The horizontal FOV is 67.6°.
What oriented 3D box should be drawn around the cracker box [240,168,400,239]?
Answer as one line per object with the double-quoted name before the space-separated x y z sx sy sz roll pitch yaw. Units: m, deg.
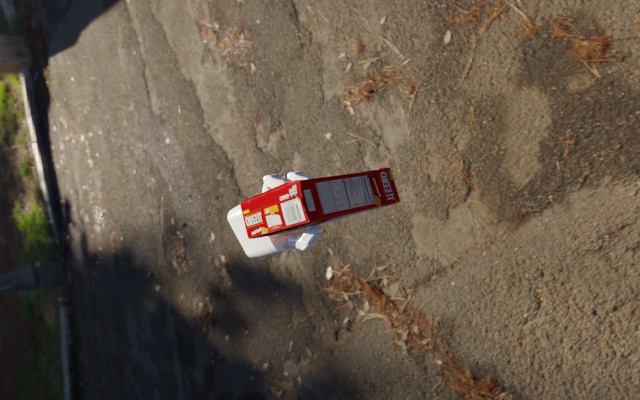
"cracker box" 0.000 0.003 0.803 0.213 0.072 0.164 -11 -5 -43
